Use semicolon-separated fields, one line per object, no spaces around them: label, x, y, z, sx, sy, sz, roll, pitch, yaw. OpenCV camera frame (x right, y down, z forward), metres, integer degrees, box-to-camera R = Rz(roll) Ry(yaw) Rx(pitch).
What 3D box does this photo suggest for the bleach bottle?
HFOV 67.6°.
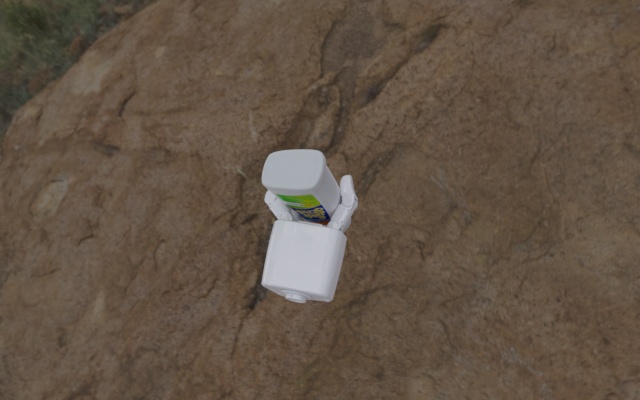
bleach bottle;0.000;0.003;0.802;0.102;0.068;0.251;3;-22;24
